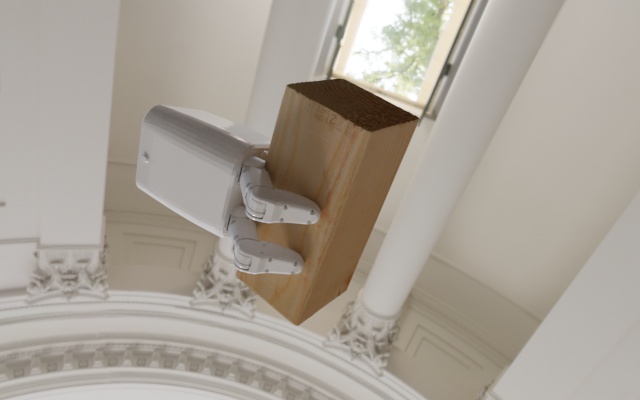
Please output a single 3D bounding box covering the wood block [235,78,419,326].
[{"bbox_3d":[0.000,0.001,0.451,0.090,0.206,0.091,33,33,23],"label":"wood block"}]
